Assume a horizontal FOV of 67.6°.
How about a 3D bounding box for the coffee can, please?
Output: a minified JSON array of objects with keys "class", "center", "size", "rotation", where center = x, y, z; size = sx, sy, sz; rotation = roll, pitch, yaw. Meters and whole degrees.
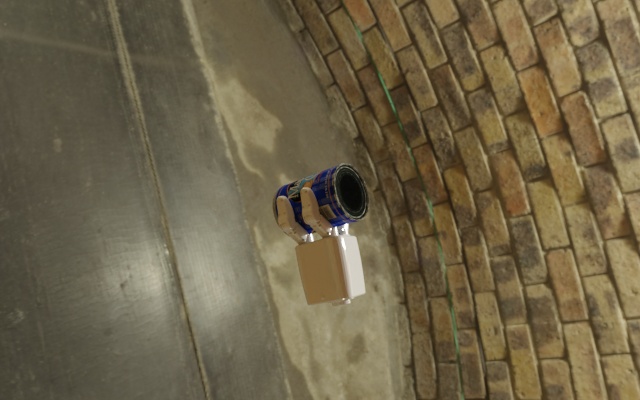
[{"class":"coffee can","center":[0.000,0.003,0.848],"size":[0.140,0.103,0.103],"rotation":[-18,-11,36]}]
